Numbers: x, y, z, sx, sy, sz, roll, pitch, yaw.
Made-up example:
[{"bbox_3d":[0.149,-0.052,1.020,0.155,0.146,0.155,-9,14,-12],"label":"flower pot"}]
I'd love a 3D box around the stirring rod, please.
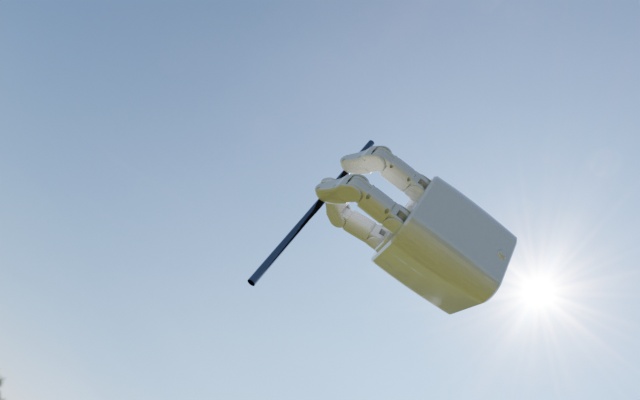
[{"bbox_3d":[0.000,0.002,0.493,0.011,0.011,0.239,0,36,39],"label":"stirring rod"}]
